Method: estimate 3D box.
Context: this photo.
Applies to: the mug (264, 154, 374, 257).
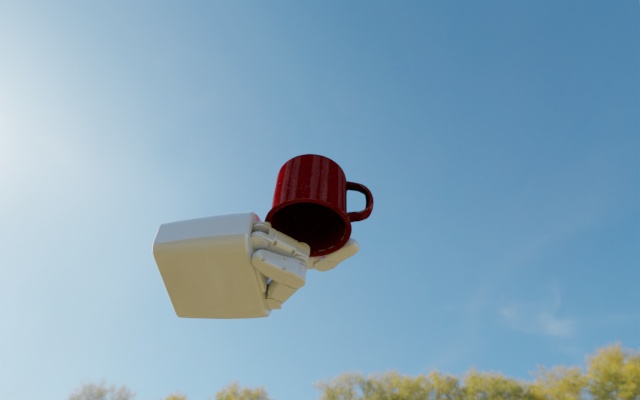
[{"bbox_3d":[0.002,0.001,0.530,0.117,0.081,0.093,-5,-45,8],"label":"mug"}]
